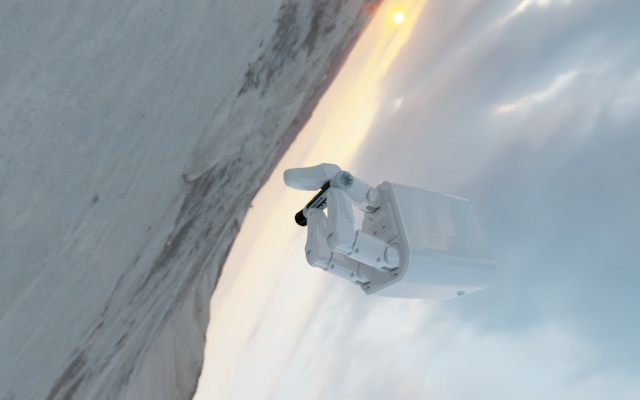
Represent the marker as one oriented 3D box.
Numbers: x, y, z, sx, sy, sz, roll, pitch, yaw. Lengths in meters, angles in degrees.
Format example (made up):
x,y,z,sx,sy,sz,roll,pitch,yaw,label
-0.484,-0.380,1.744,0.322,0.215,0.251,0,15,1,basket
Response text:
x,y,z,sx,sy,sz,roll,pitch,yaw,label
0.000,0.002,0.498,0.020,0.020,0.121,0,-21,-24,marker
